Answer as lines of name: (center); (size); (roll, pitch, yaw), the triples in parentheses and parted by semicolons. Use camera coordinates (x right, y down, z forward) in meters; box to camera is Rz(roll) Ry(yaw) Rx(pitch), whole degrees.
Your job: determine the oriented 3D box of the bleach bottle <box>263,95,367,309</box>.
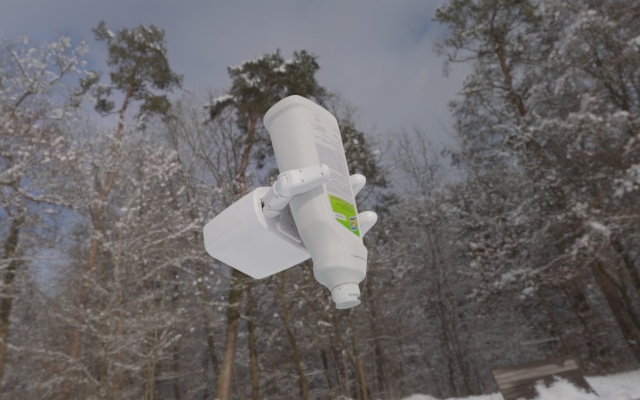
bleach bottle: (0.000, 0.002, 0.567); (0.068, 0.250, 0.102); (-30, -31, 31)
